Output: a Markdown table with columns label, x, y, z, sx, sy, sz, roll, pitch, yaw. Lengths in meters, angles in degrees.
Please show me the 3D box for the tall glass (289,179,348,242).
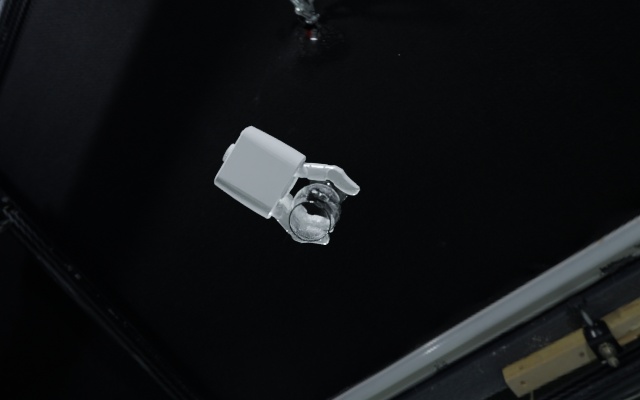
| label | x | y | z | sx | sy | sz | roll | pitch | yaw |
| --- | --- | --- | --- | --- | --- | --- | --- | --- | --- |
| tall glass | 0.000 | 0.002 | 0.776 | 0.079 | 0.079 | 0.201 | 0 | 17 | 9 |
